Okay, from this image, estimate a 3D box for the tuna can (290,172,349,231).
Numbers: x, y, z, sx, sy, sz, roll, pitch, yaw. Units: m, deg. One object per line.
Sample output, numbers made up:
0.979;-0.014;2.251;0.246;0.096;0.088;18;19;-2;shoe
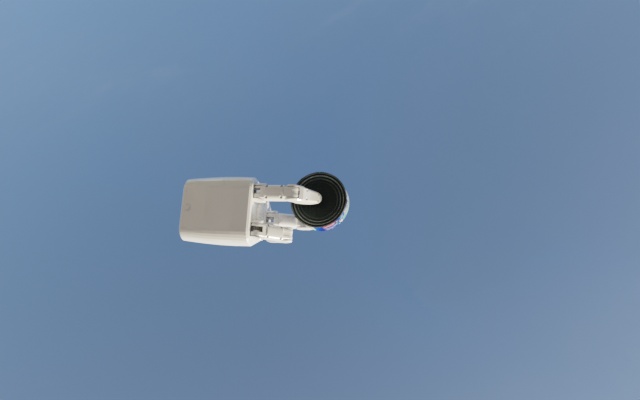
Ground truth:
0.000;0.003;0.722;0.086;0.086;0.034;0;-15;13;tuna can
